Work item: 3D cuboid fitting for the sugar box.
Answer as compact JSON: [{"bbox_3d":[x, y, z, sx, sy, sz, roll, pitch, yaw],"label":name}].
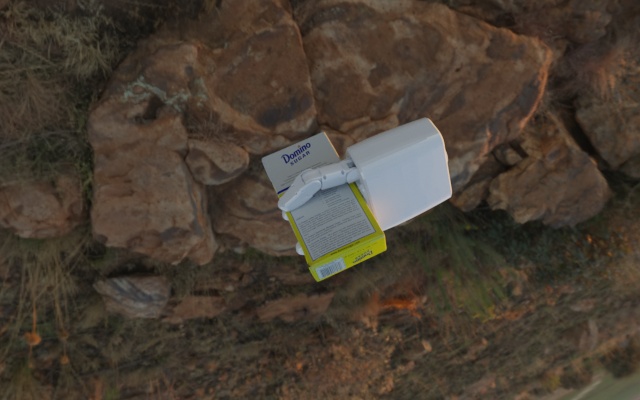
[{"bbox_3d":[0.000,0.002,0.589,0.093,0.176,0.048,-23,-36,-4],"label":"sugar box"}]
